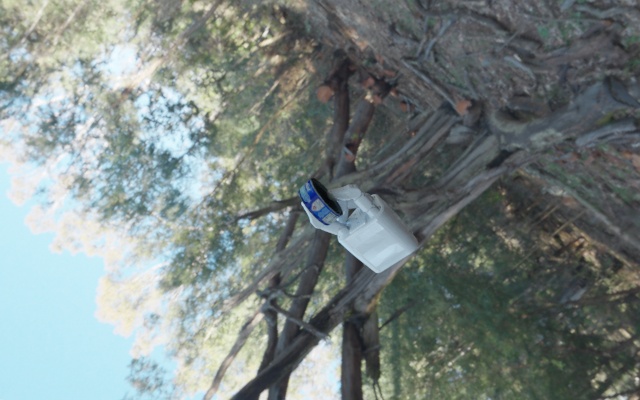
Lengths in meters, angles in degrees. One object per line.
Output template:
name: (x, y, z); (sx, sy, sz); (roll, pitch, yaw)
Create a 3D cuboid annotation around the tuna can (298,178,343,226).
tuna can: (0.000, 0.003, 0.850); (0.034, 0.086, 0.086); (-40, -11, 13)
